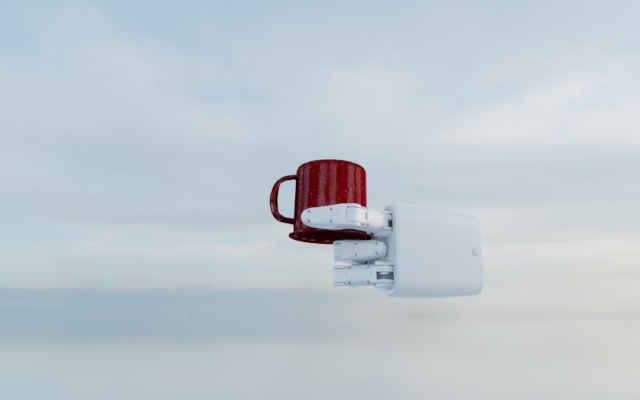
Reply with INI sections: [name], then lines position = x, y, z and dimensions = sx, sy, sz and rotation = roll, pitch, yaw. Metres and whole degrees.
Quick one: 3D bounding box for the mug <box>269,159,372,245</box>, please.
[mug]
position = -0.001, 0.001, 0.537
dimensions = 0.117, 0.081, 0.093
rotation = 6, -15, -16
